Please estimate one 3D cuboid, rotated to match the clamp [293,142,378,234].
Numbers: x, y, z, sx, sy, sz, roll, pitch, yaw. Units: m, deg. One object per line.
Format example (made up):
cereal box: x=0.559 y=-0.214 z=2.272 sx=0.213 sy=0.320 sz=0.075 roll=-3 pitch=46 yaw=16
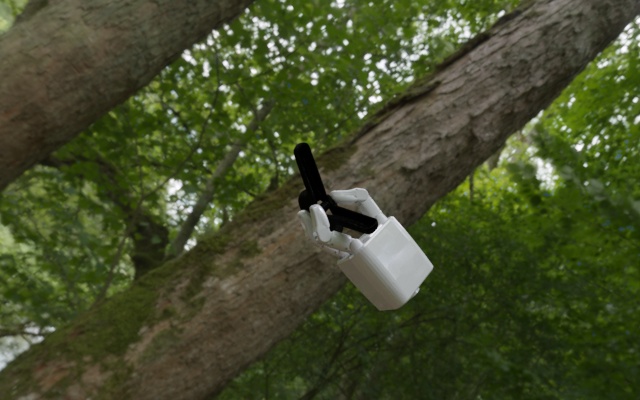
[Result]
clamp: x=0.001 y=0.002 z=0.750 sx=0.036 sy=0.164 sz=0.210 roll=-38 pitch=-2 yaw=-20
